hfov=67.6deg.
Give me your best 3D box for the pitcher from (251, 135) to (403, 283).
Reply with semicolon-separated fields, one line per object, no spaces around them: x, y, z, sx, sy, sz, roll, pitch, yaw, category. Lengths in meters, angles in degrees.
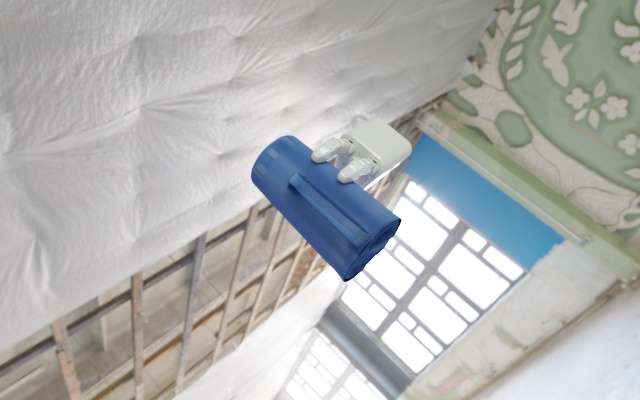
0.000;0.002;0.764;0.242;0.149;0.145;42;47;17;pitcher
